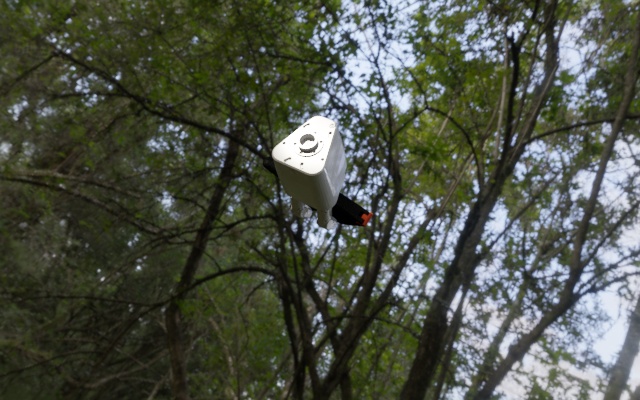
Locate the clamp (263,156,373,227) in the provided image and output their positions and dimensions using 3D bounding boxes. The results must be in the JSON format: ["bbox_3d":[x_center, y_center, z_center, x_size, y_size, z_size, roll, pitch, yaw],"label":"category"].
[{"bbox_3d":[0.001,0.002,0.878,0.210,0.036,0.165,25,-20,23],"label":"clamp"}]
